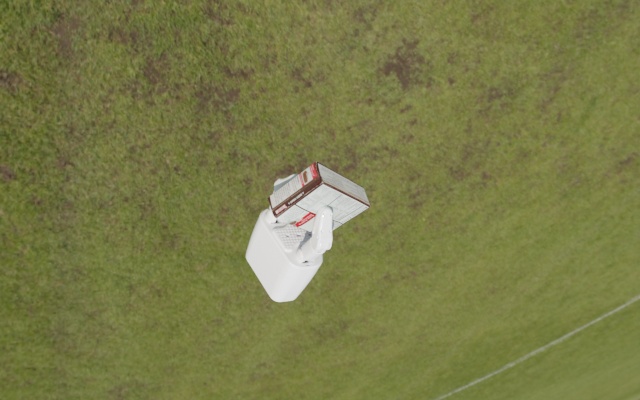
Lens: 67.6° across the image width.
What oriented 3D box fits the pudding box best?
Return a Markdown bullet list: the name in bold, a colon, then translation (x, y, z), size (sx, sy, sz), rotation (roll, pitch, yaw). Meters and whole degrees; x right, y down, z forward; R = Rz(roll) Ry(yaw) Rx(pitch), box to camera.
- **pudding box**: translation (0.000, 0.002, 0.646), size (0.090, 0.039, 0.113), rotation (-36, -35, 24)
